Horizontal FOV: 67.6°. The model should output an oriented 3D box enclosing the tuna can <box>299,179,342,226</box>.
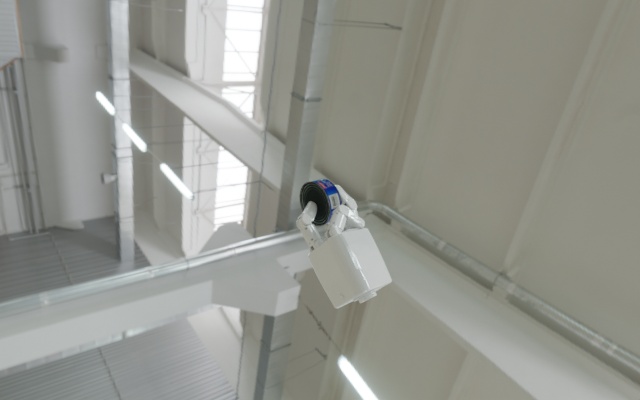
[{"bbox_3d":[0.001,0.003,0.894,0.033,0.086,0.086,-18,11,-38],"label":"tuna can"}]
